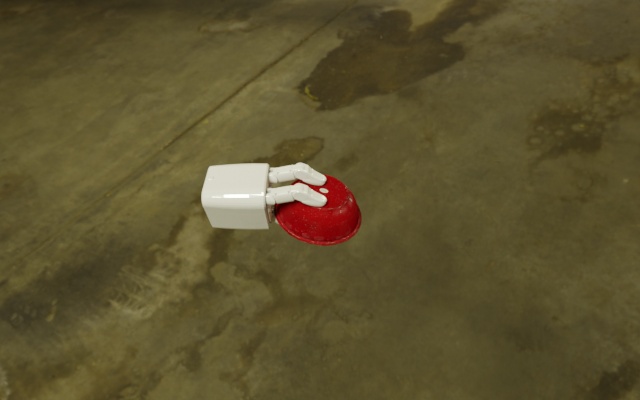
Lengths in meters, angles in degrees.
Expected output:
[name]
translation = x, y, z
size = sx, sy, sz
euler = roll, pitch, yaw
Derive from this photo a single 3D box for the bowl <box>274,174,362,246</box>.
[bowl]
translation = 0.001, 0.002, 0.850
size = 0.162, 0.055, 0.162
euler = 7, 42, -7
